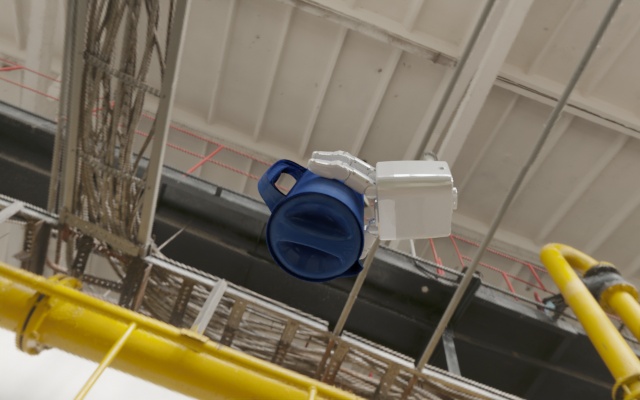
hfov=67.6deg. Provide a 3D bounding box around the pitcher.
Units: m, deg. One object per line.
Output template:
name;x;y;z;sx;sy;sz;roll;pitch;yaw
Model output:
pitcher;0.000;0.002;0.736;0.145;0.149;0.242;-1;21;9
